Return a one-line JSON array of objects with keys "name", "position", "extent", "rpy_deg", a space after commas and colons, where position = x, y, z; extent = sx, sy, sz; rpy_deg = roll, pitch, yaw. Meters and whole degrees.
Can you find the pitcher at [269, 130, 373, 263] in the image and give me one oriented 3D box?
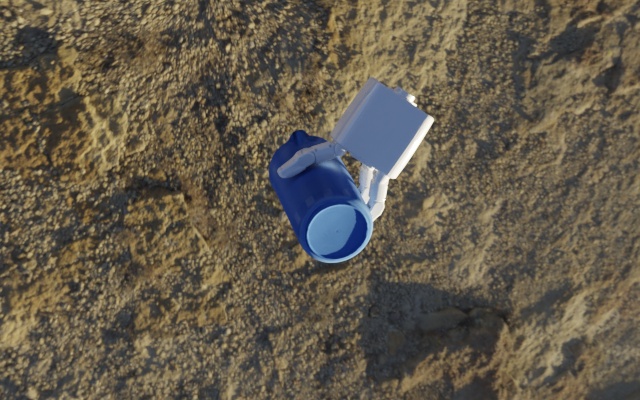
[{"name": "pitcher", "position": [0.000, 0.002, 0.766], "extent": [0.149, 0.145, 0.242], "rpy_deg": [30, 15, -24]}]
